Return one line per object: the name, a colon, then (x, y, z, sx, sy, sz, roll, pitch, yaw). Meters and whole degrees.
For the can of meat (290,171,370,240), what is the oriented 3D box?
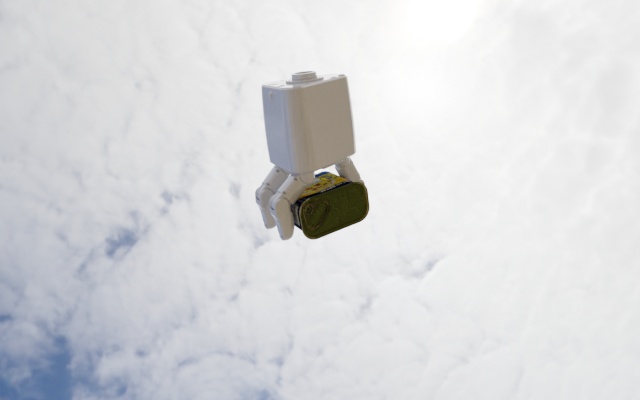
can of meat: (0.000, 0.002, 0.644, 0.102, 0.057, 0.084, -20, 25, -24)
